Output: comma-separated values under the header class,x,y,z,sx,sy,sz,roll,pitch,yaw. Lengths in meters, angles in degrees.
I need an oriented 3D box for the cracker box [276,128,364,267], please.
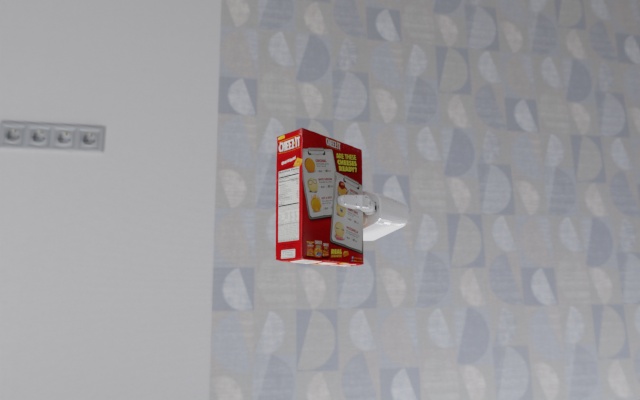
class,x,y,z,sx,sy,sz,roll,pitch,yaw
cracker box,0.000,0.003,0.822,0.072,0.213,0.164,-11,-15,40
